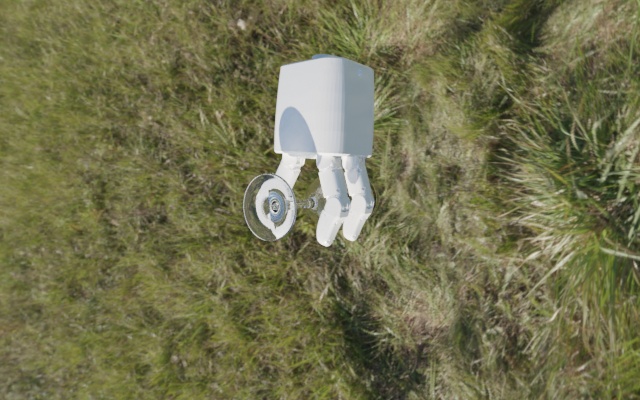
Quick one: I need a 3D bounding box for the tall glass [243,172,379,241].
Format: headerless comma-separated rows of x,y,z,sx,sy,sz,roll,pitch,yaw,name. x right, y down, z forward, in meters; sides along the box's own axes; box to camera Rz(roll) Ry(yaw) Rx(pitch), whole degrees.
0.000,0.002,0.595,0.079,0.079,0.201,0,3,34,tall glass
